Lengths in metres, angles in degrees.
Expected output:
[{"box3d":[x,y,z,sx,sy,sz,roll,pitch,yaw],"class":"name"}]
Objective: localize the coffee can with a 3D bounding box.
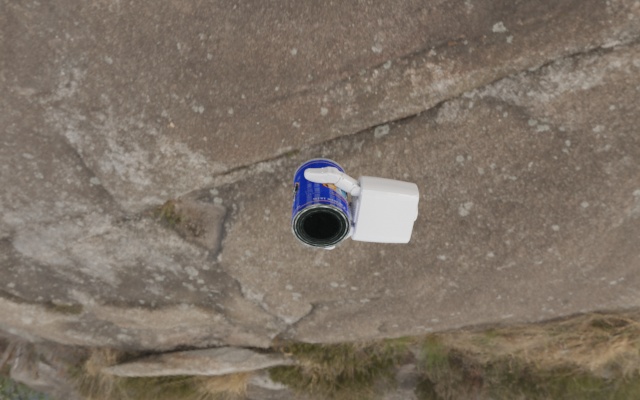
[{"box3d":[0.000,0.003,0.872,0.103,0.103,0.140,0,39,-1],"class":"coffee can"}]
